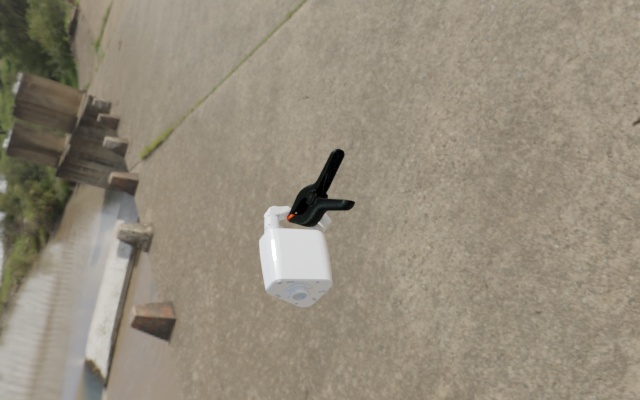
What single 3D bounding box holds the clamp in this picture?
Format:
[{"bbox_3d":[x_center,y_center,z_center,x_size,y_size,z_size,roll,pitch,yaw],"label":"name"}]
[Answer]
[{"bbox_3d":[0.000,0.003,0.847,0.039,0.120,0.171,18,-50,-29],"label":"clamp"}]
